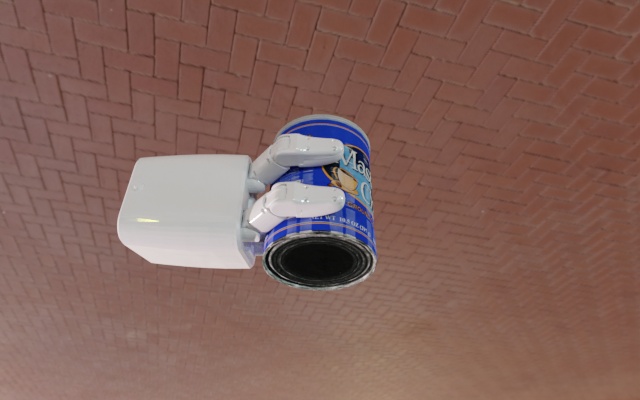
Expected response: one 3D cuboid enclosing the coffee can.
[{"bbox_3d":[0.000,0.001,0.465,0.103,0.140,0.103,1,-37,1],"label":"coffee can"}]
